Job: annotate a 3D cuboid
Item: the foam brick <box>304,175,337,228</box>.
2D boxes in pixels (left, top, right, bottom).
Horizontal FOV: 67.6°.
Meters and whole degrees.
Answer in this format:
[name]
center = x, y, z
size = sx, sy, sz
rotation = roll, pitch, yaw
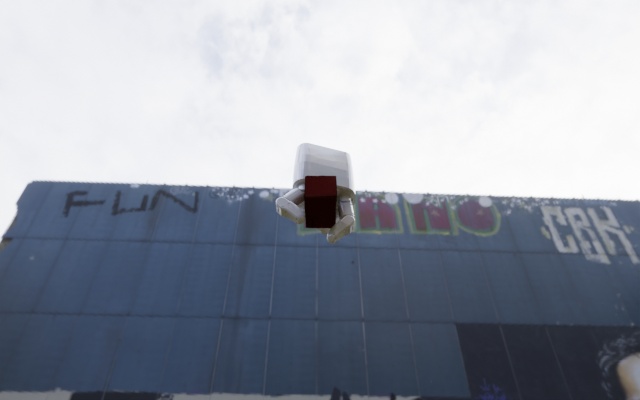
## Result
[foam brick]
center = 0.000, 0.002, 0.789
size = 0.053, 0.051, 0.078
rotation = 1, -43, 0
